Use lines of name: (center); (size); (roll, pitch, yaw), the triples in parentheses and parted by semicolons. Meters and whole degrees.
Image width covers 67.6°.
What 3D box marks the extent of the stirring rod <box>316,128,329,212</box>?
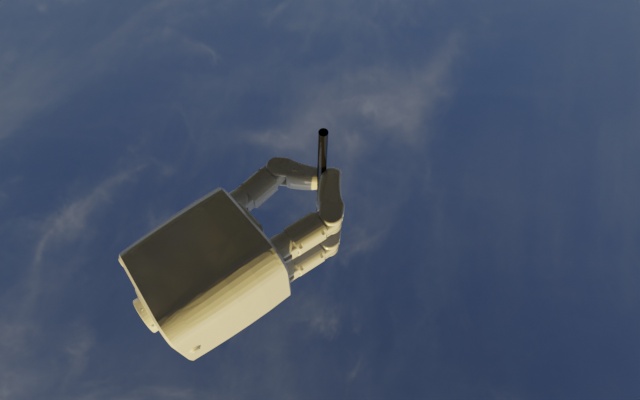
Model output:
stirring rod: (0.000, 0.002, 0.480); (0.011, 0.011, 0.240); (0, -27, -1)
